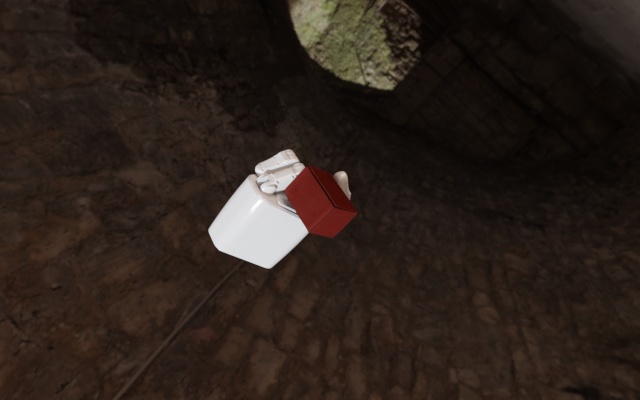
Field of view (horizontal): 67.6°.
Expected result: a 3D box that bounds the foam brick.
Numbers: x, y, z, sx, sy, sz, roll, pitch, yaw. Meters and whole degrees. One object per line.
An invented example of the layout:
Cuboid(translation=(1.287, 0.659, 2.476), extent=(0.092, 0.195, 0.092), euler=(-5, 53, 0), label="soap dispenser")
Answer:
Cuboid(translation=(0.000, 0.002, 0.618), extent=(0.051, 0.078, 0.053), euler=(-46, -35, 19), label="foam brick")
